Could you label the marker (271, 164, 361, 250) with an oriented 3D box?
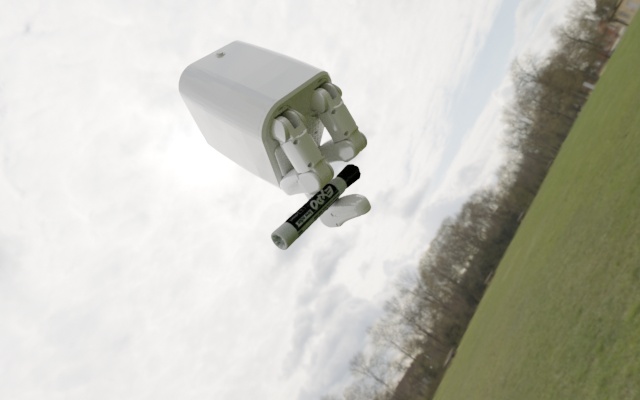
[{"bbox_3d":[0.000,0.001,0.435,0.020,0.020,0.121,0,33,44],"label":"marker"}]
